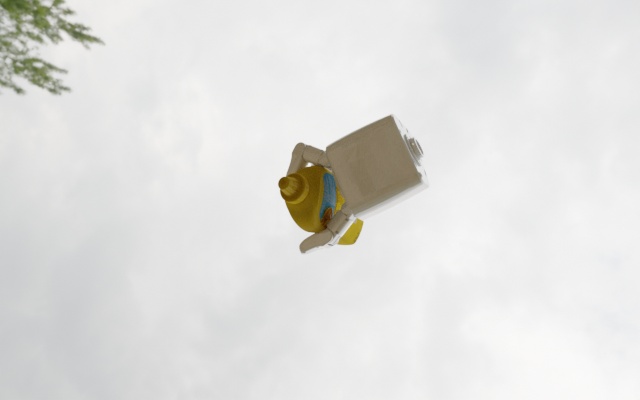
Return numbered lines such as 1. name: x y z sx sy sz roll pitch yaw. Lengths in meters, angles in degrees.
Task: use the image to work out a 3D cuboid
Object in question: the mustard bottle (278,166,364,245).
1. mustard bottle: 0.000 0.002 0.696 0.058 0.096 0.192 -1 -16 31
